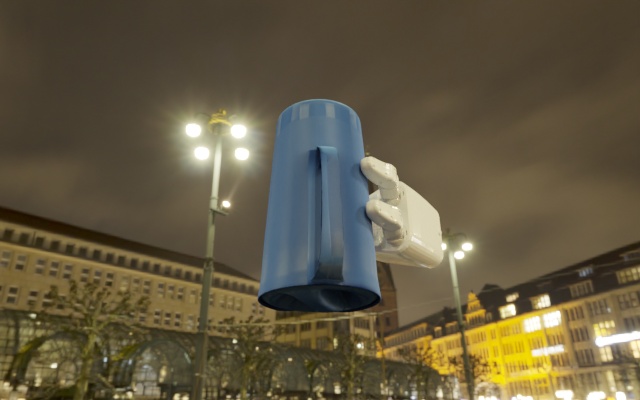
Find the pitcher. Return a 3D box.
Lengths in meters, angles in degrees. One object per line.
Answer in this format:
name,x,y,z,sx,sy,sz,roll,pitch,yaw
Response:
pitcher,0.000,0.002,0.556,0.149,0.242,0.145,-20,-31,35
